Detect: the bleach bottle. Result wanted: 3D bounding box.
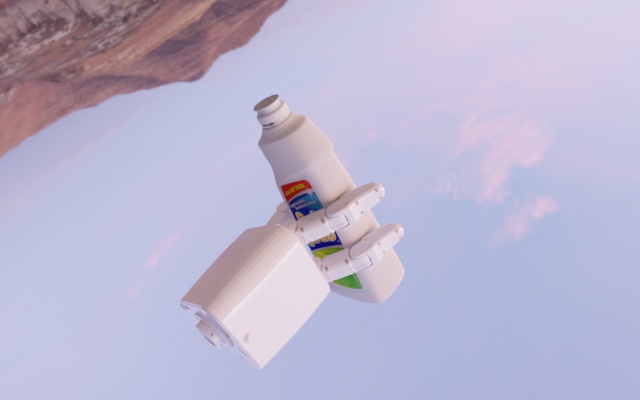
[{"bbox_3d":[0.000,0.002,0.511,0.102,0.251,0.068,8,47,49],"label":"bleach bottle"}]
